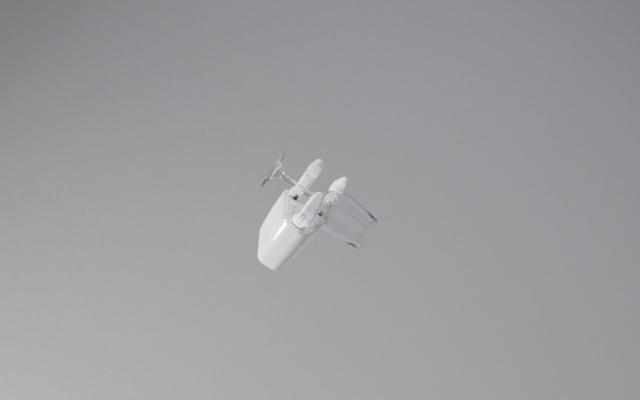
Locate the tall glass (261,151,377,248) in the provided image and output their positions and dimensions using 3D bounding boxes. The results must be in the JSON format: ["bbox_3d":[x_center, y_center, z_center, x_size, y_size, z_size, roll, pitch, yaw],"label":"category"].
[{"bbox_3d":[0.000,0.002,0.824,0.201,0.079,0.079,34,-4,-6],"label":"tall glass"}]
